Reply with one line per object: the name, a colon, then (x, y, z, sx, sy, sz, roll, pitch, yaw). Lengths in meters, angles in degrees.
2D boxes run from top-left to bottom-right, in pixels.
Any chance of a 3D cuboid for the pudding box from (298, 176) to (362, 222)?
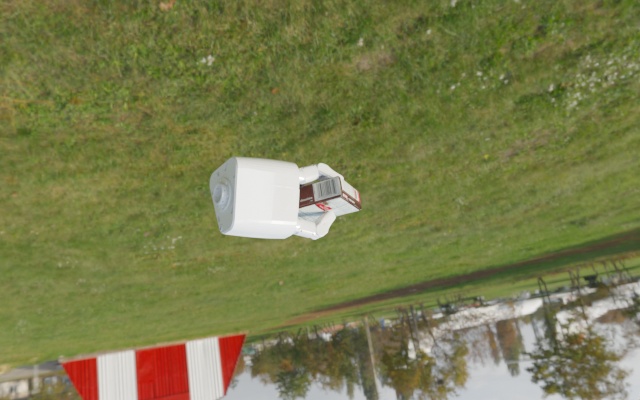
pudding box: (0.000, 0.003, 0.796, 0.113, 0.039, 0.090, -14, -20, 22)
